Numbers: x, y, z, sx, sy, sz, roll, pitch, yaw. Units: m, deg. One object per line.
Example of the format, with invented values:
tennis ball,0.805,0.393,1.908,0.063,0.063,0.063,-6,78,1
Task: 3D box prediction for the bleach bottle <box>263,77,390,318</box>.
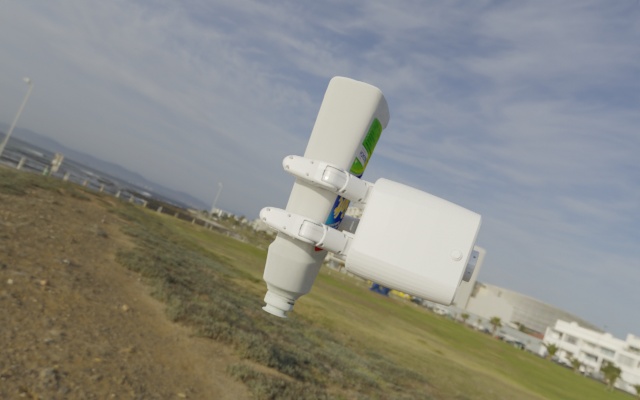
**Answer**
bleach bottle,0.000,0.002,0.514,0.068,0.251,0.102,20,-6,15
